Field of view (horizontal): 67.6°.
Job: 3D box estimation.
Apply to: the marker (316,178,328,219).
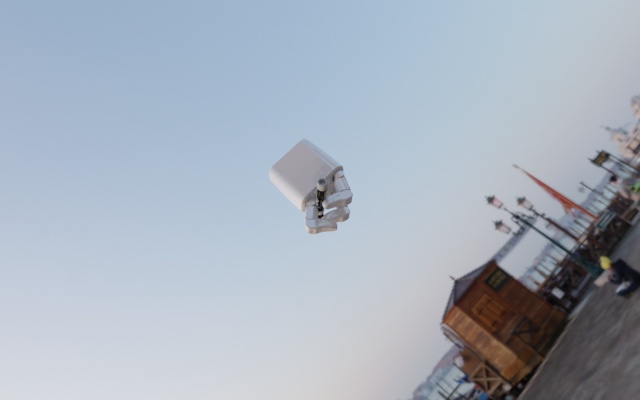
[{"bbox_3d":[0.000,0.003,0.897,0.020,0.020,0.121,0,-37,-4],"label":"marker"}]
